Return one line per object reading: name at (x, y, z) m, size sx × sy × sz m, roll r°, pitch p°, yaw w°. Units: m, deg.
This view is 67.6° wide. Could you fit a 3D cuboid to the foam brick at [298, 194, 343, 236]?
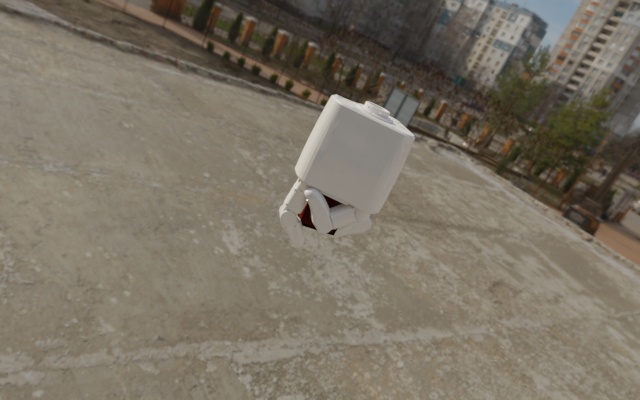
foam brick at (0.000, 0.002, 0.650) m, size 0.053 × 0.051 × 0.078 m, roll 19°, pitch 20°, yaw -19°
